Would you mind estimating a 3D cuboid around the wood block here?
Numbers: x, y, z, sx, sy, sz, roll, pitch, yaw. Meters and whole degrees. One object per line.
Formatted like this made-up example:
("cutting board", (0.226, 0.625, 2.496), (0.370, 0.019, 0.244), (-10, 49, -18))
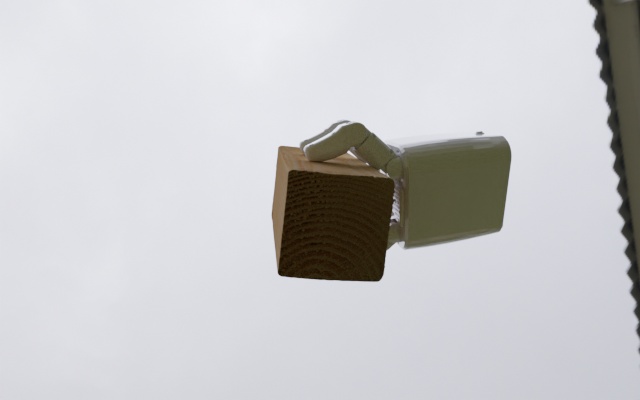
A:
("wood block", (0.000, 0.002, 0.483), (0.090, 0.091, 0.206), (4, 11, -8))
